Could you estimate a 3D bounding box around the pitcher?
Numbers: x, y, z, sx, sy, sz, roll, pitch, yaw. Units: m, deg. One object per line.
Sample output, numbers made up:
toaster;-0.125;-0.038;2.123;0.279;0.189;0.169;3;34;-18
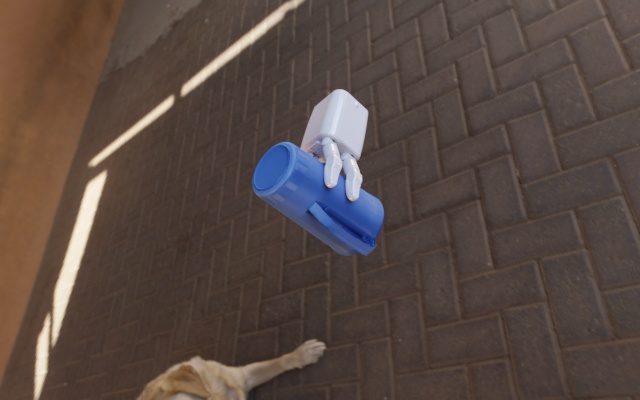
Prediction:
pitcher;0.000;0.003;0.871;0.149;0.145;0.243;-7;-32;45
